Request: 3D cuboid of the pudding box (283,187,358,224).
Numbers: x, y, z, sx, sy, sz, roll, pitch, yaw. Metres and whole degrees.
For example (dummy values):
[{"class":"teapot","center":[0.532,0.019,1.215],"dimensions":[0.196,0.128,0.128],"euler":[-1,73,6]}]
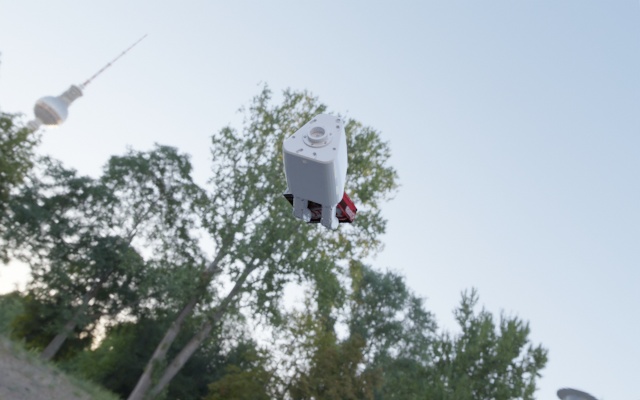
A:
[{"class":"pudding box","center":[0.000,0.003,0.886],"dimensions":[0.113,0.039,0.090],"euler":[-1,-42,41]}]
